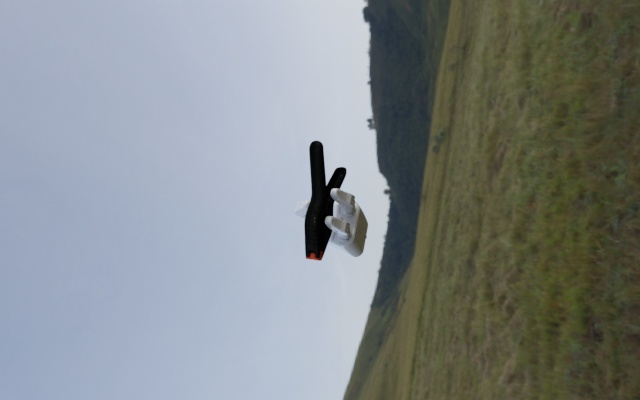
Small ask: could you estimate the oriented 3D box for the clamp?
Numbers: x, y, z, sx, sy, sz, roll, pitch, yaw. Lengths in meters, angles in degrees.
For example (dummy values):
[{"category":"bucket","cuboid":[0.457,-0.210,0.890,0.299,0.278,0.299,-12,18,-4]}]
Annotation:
[{"category":"clamp","cuboid":[-0.001,0.003,0.882,0.036,0.210,0.165,4,-19,22]}]
